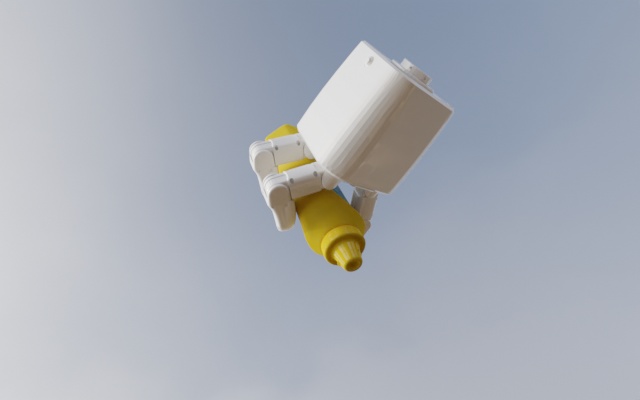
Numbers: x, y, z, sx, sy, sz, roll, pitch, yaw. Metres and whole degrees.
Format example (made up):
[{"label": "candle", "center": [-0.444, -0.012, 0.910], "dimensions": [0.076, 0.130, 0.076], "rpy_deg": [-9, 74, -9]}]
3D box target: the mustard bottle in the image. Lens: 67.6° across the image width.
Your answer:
[{"label": "mustard bottle", "center": [0.000, 0.002, 0.496], "dimensions": [0.058, 0.096, 0.191], "rpy_deg": [-33, 41, 3]}]
